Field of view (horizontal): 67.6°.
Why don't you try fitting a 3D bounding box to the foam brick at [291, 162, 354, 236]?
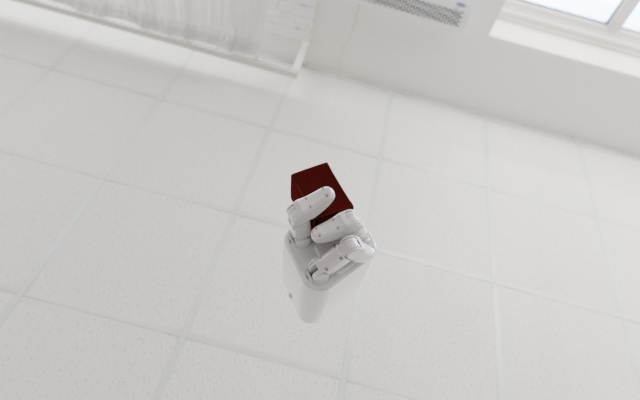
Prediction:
[{"bbox_3d":[0.000,0.002,0.600,0.053,0.078,0.051,-18,-33,-16],"label":"foam brick"}]
